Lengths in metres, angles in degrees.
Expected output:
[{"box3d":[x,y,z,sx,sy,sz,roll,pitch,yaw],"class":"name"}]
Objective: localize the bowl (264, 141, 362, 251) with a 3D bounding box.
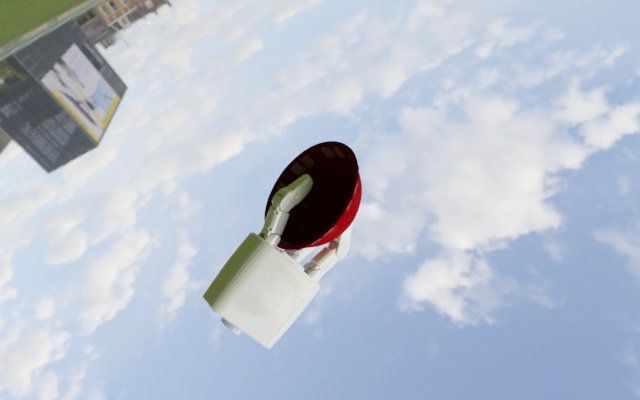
[{"box3d":[0.001,0.001,0.641,0.162,0.162,0.055,0,-27,46],"class":"bowl"}]
